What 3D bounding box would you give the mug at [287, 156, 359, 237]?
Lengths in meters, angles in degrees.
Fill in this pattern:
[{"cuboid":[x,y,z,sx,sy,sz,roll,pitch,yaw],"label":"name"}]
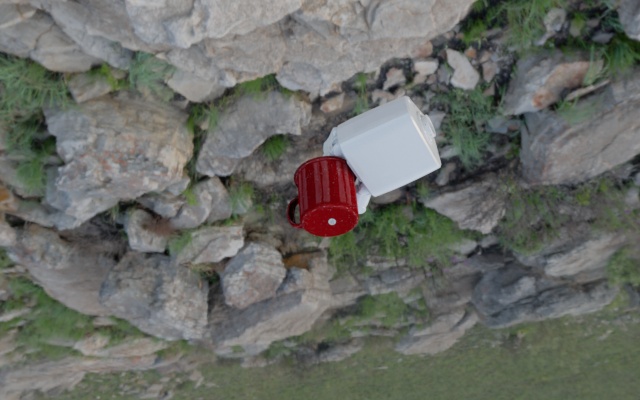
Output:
[{"cuboid":[-0.001,0.003,0.678,0.117,0.081,0.093,-24,-40,24],"label":"mug"}]
